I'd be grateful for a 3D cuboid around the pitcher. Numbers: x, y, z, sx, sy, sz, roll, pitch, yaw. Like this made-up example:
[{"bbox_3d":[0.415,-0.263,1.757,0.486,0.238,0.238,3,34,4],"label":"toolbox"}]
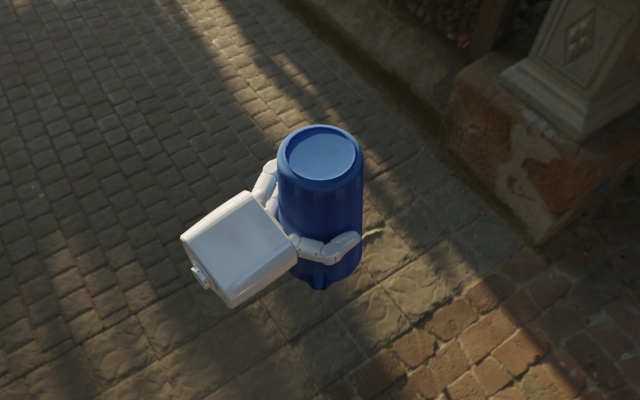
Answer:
[{"bbox_3d":[0.000,0.002,0.685,0.145,0.149,0.243,-36,-28,-22],"label":"pitcher"}]
